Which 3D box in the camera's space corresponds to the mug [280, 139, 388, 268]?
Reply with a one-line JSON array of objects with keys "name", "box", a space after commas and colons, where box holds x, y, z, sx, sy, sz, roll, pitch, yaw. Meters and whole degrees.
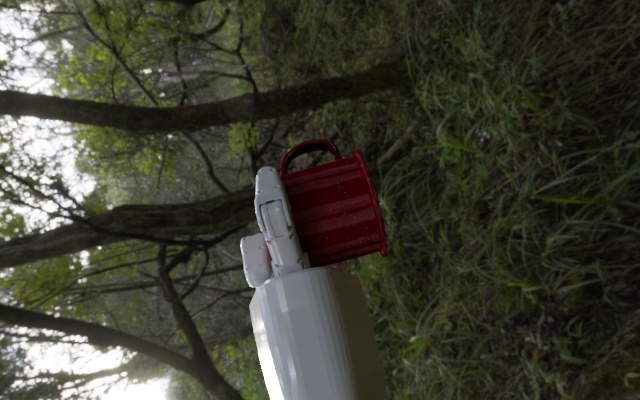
[{"name": "mug", "box": [-0.001, 0.000, 0.401, 0.081, 0.117, 0.093, -15, -20, -1]}]
